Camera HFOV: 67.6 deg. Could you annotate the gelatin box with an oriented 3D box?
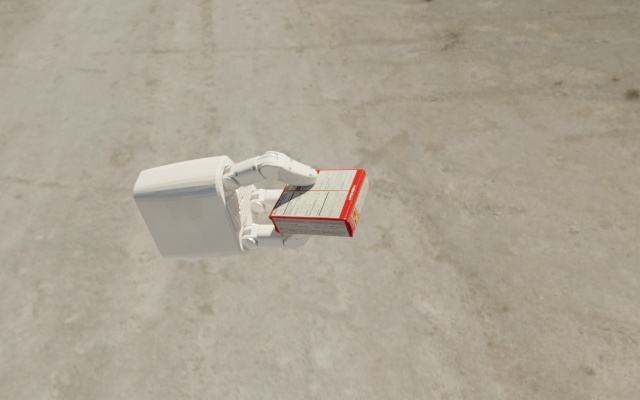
[{"bbox_3d":[0.000,0.001,0.503,0.089,0.073,0.030,0,-45,26],"label":"gelatin box"}]
